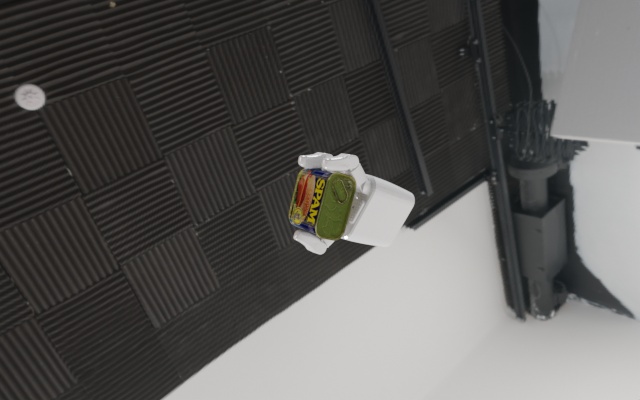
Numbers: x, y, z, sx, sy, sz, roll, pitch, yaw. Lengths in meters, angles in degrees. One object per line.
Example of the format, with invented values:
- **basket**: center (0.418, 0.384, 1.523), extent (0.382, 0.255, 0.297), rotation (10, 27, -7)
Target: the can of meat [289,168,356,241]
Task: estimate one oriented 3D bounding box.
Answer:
- **can of meat**: center (0.000, 0.002, 0.743), extent (0.057, 0.102, 0.084), rotation (13, 2, -38)
